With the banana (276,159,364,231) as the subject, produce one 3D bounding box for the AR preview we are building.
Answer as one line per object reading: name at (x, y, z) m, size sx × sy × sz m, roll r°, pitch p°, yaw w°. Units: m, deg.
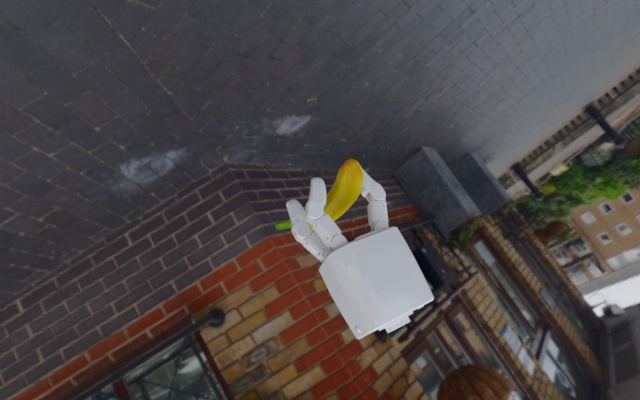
banana at (0.013, 0.002, 0.667) m, size 0.069 × 0.037 × 0.198 m, roll -7°, pitch -24°, yaw -39°
